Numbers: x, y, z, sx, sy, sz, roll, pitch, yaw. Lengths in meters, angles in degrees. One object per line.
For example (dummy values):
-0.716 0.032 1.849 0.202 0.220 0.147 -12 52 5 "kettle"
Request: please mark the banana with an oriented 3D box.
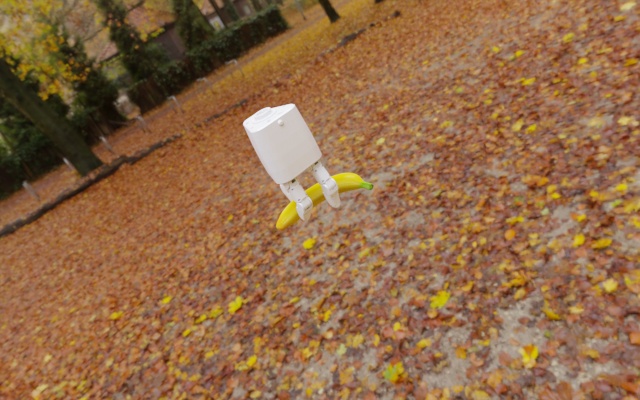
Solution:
-0.001 -0.007 0.916 0.198 0.037 0.069 -26 29 0 "banana"
